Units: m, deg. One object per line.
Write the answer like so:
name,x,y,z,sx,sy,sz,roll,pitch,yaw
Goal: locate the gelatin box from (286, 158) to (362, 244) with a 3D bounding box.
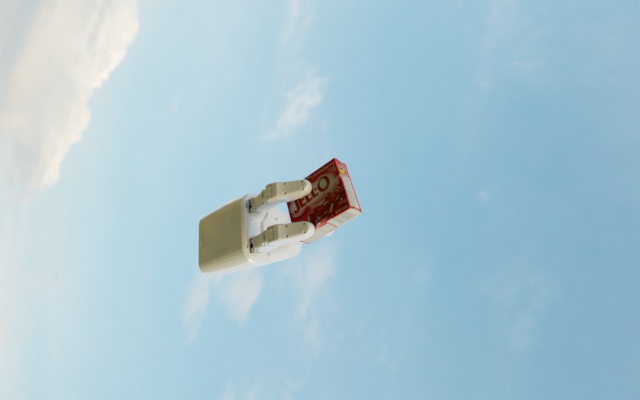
gelatin box,0.001,0.002,0.589,0.089,0.073,0.030,-32,-33,26
